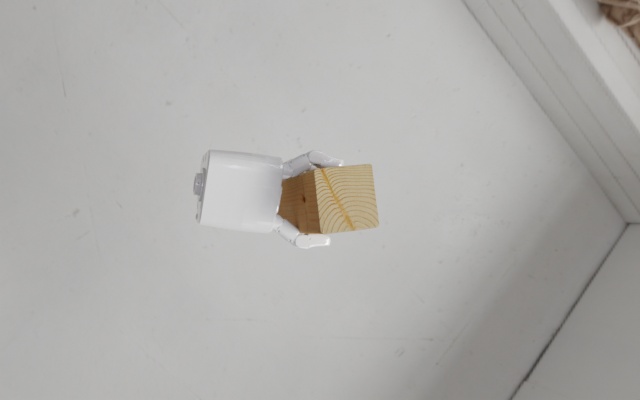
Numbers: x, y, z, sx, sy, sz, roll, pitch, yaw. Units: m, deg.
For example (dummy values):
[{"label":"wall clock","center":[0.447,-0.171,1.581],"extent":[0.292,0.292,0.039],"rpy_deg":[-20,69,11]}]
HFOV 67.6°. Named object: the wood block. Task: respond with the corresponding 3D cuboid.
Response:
[{"label":"wood block","center":[0.000,0.003,0.743],"extent":[0.090,0.091,0.206],"rpy_deg":[-6,0,-21]}]
